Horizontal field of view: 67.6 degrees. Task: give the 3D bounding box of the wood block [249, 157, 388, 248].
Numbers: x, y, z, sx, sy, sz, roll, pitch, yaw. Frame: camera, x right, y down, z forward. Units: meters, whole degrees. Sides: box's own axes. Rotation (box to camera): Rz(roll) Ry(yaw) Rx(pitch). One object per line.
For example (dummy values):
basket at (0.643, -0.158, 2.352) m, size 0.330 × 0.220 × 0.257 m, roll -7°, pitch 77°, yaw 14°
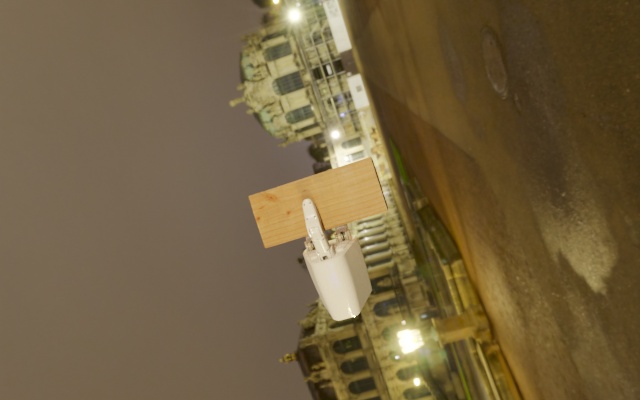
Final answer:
wood block at (0.000, 0.003, 0.792) m, size 0.206 × 0.090 × 0.091 m, roll -18°, pitch 0°, yaw 8°
